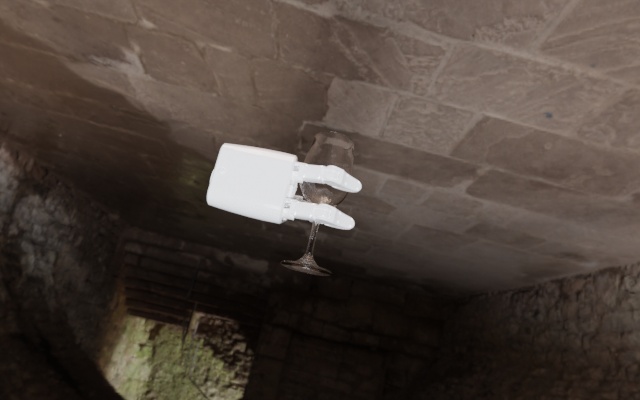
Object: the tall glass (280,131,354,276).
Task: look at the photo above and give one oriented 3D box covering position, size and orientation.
[{"bbox_3d":[0.000,0.003,0.694,0.079,0.201,0.079,12,-16,4],"label":"tall glass"}]
